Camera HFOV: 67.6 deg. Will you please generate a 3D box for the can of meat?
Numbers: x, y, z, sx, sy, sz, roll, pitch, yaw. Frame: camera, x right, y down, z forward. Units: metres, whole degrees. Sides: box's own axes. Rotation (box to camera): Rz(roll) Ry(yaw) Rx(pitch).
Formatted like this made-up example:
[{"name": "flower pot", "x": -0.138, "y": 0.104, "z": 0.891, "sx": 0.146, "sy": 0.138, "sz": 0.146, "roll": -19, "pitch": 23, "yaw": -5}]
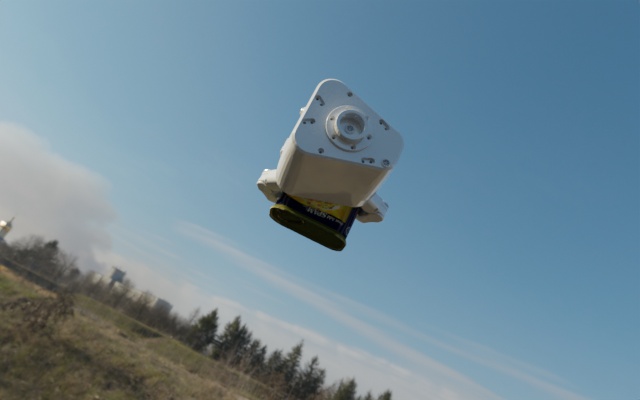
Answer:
[{"name": "can of meat", "x": 0.000, "y": 0.002, "z": 0.598, "sx": 0.102, "sy": 0.084, "sz": 0.057, "roll": 26, "pitch": -22, "yaw": 1}]
